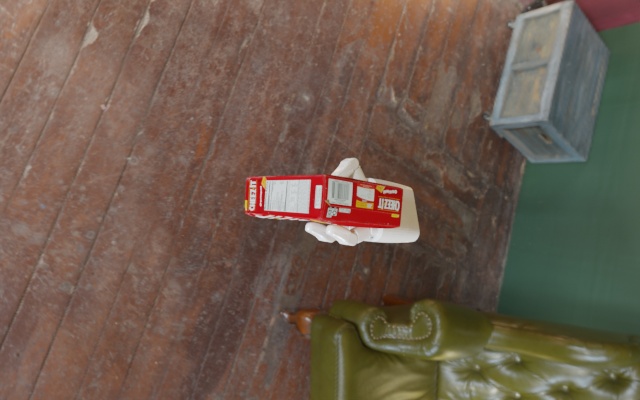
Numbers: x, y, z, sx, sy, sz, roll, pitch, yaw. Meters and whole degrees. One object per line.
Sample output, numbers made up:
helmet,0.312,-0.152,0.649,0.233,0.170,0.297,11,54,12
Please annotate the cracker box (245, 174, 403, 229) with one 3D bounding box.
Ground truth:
cracker box,0.000,0.002,0.779,0.164,0.072,0.213,7,-4,-39
